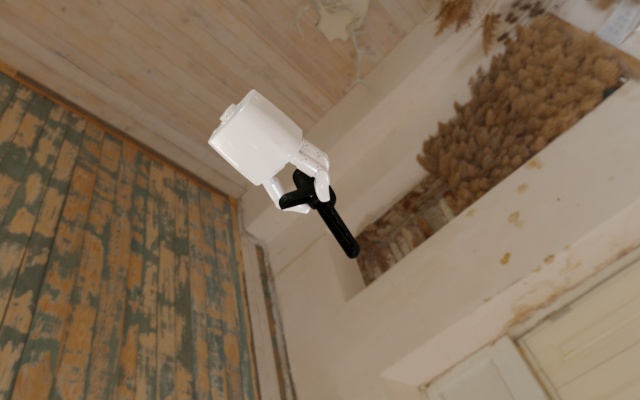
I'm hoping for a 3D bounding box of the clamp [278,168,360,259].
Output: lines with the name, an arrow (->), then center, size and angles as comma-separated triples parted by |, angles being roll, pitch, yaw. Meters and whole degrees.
clamp -> -0.001, 0.003, 0.813 | 0.164, 0.036, 0.210 | 41, 20, -20
